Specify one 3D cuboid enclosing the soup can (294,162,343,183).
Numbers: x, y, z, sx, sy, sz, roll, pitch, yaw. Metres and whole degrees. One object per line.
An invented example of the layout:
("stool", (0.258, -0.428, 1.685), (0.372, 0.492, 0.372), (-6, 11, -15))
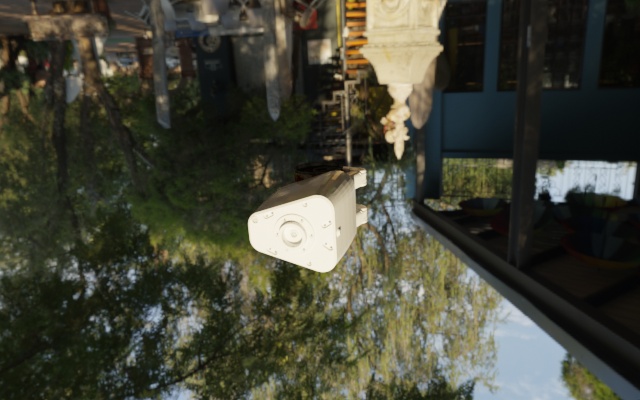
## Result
("soup can", (0.000, 0.002, 0.669), (0.068, 0.102, 0.068), (-3, 16, 1))
